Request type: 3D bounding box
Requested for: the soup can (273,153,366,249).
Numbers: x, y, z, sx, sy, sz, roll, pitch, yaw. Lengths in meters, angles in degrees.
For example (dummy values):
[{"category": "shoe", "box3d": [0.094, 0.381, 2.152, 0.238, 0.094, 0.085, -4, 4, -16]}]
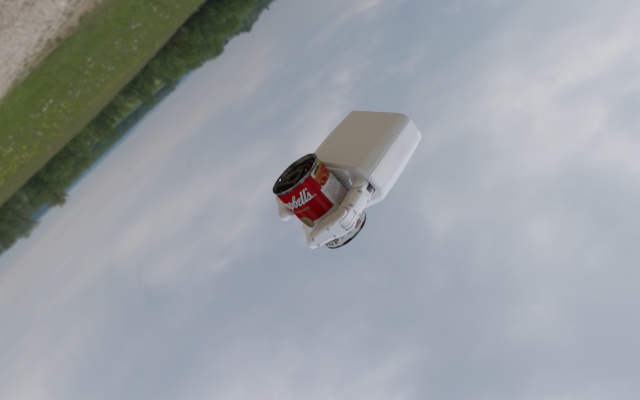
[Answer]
[{"category": "soup can", "box3d": [0.000, 0.002, 0.583, 0.102, 0.068, 0.068, 47, -23, -23]}]
